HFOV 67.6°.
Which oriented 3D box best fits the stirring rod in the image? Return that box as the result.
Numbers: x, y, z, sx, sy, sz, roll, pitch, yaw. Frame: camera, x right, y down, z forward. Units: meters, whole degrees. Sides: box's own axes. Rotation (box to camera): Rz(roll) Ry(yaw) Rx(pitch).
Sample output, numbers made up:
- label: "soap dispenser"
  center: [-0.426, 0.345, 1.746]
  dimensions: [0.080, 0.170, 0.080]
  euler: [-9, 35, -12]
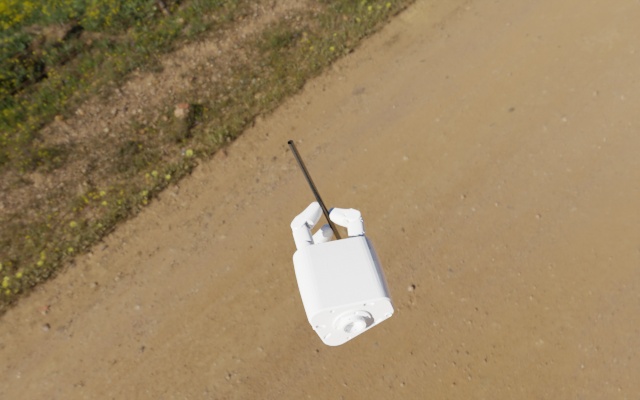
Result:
- label: "stirring rod"
  center: [0.000, 0.002, 0.703]
  dimensions: [0.011, 0.011, 0.240]
  euler: [0, -41, 25]
